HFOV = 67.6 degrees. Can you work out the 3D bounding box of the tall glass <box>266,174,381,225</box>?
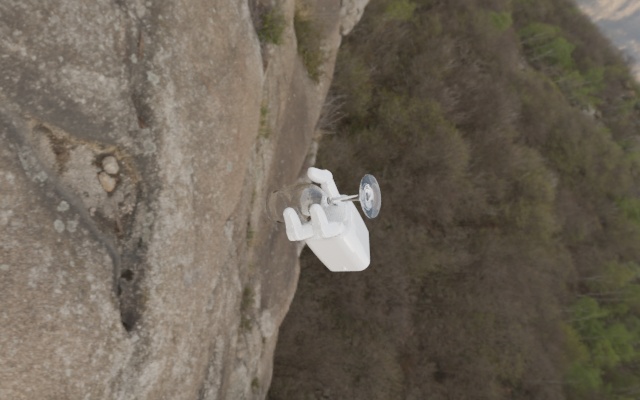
[{"bbox_3d":[0.001,0.003,0.843,0.201,0.079,0.079,-6,-3,32],"label":"tall glass"}]
